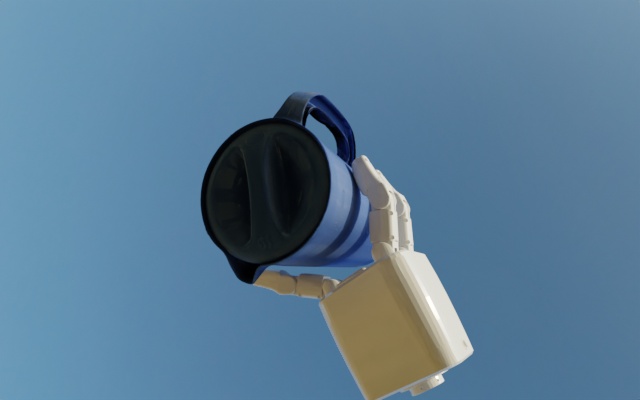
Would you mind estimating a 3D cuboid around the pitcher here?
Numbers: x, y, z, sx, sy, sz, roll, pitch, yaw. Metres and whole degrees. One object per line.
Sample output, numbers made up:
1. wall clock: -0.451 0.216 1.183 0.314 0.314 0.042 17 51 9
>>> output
1. pitcher: 0.000 0.002 0.518 0.149 0.145 0.243 -34 -22 16
